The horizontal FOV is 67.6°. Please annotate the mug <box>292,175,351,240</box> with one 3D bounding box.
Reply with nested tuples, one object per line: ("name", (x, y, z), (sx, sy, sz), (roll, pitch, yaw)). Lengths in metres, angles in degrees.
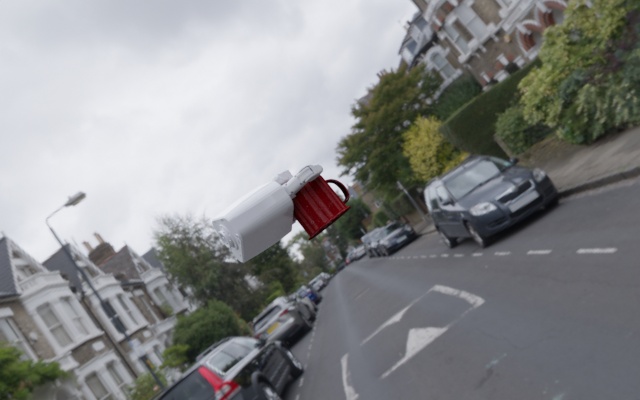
("mug", (0.001, 0.002, 0.831), (0.117, 0.081, 0.093), (-36, -6, -27))
